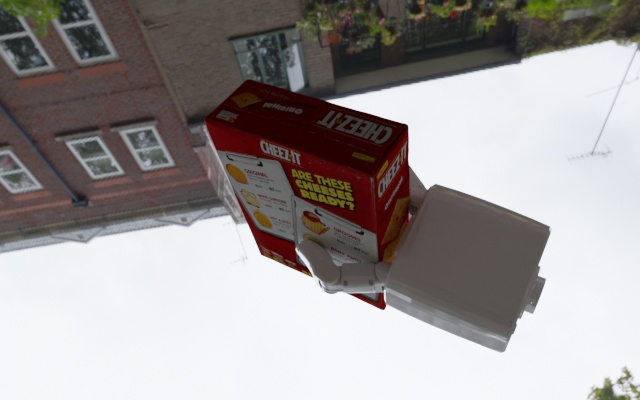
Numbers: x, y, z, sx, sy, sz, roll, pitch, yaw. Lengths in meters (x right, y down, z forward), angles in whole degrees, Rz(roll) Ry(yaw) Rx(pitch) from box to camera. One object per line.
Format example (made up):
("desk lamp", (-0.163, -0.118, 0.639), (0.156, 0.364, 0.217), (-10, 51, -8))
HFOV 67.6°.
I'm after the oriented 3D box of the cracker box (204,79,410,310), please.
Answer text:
("cracker box", (0.000, 0.002, 0.464), (0.164, 0.072, 0.214), (21, -33, 25))
